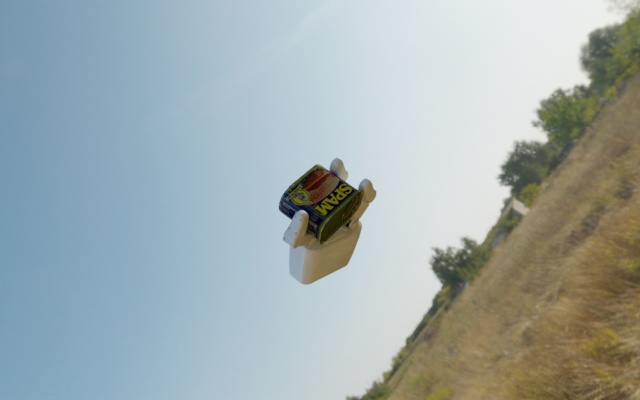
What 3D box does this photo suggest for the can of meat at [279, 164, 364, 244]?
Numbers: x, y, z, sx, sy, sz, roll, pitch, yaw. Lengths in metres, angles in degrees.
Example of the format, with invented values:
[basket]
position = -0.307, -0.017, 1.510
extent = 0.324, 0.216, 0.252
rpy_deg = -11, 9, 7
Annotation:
[can of meat]
position = 0.000, 0.002, 0.715
extent = 0.084, 0.057, 0.102
rpy_deg = 35, 55, 20
